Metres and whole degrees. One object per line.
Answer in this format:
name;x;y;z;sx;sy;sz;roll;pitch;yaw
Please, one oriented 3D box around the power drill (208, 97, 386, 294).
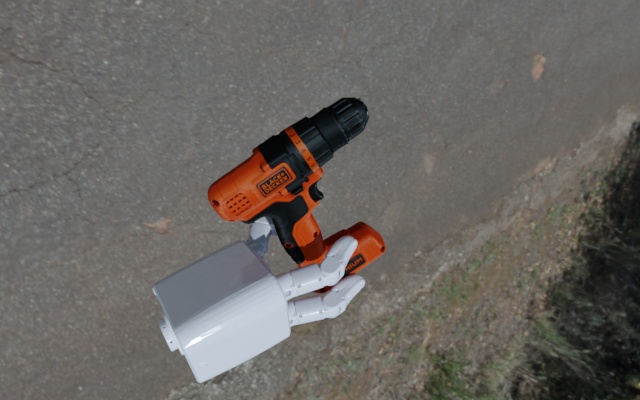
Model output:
power drill;0.000;0.002;0.521;0.184;0.188;0.057;-33;33;1
